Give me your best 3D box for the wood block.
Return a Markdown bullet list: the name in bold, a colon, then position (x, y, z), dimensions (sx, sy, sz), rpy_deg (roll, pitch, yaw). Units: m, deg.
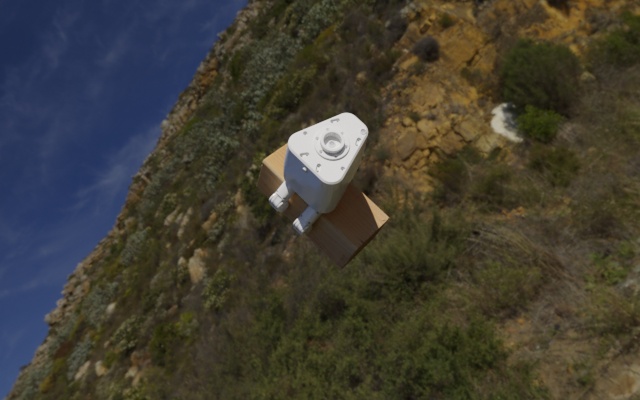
- **wood block**: position (0.000, 0.002, 0.799), dimensions (0.090, 0.206, 0.090), rpy_deg (-39, -13, -30)
